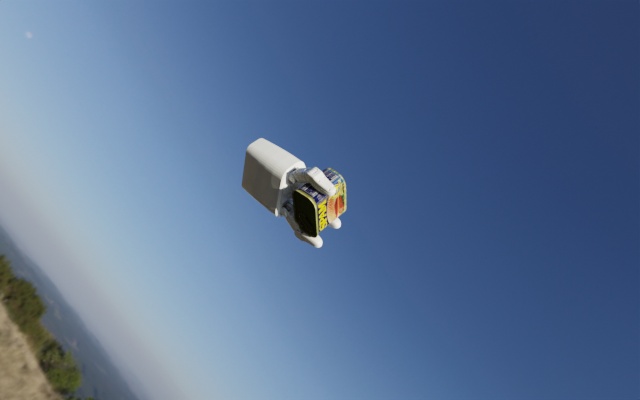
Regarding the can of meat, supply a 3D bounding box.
[{"bbox_3d":[0.000,0.003,0.856,0.057,0.102,0.084,32,55,30],"label":"can of meat"}]
